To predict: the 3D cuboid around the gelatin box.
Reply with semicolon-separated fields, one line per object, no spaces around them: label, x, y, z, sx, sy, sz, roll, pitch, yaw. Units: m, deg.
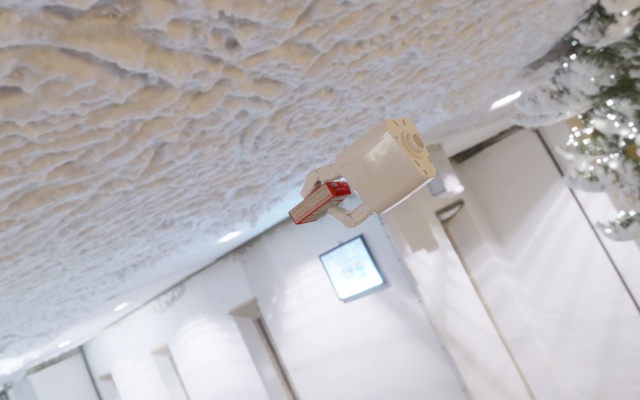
gelatin box;0.000;0.003;0.792;0.089;0.030;0.073;-38;-13;23
